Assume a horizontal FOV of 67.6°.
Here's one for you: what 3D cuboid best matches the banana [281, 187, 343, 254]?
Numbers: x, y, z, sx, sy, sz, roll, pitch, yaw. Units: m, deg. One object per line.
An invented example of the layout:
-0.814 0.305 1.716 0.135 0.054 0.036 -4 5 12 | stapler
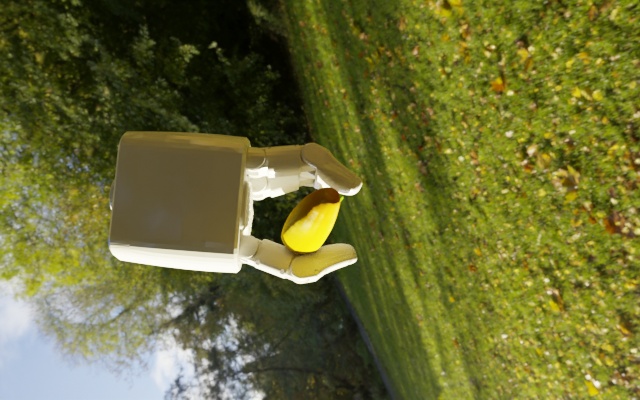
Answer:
-0.009 0.018 0.427 0.037 0.069 0.198 29 2 1 | banana
